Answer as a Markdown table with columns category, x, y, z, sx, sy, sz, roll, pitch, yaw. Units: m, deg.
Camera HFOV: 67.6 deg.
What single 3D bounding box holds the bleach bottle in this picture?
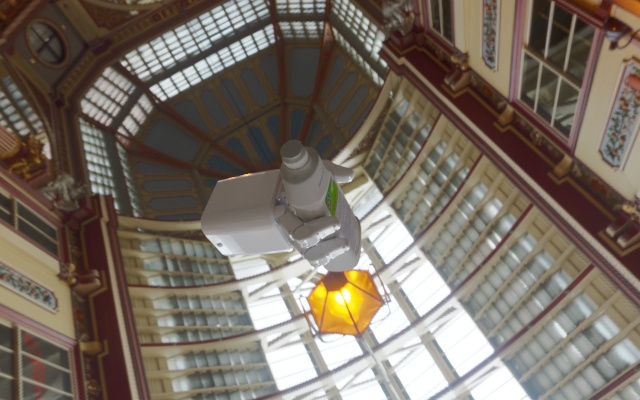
| category | x | y | z | sx | sy | sz | roll | pitch | yaw |
| --- | --- | --- | --- | --- | --- | --- | --- | --- | --- |
| bleach bottle | 0.000 | 0.002 | 0.661 | 0.068 | 0.102 | 0.251 | -8 | -36 | 14 |
